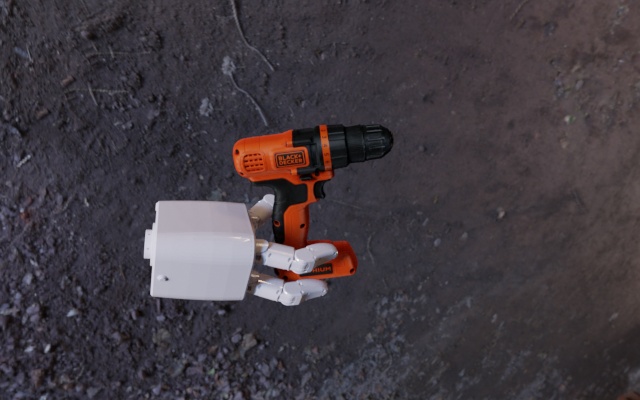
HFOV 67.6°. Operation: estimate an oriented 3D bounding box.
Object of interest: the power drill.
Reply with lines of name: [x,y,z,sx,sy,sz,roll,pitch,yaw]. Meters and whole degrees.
power drill: [0.000,0.002,0.577,0.184,0.188,0.057,-6,22,3]
